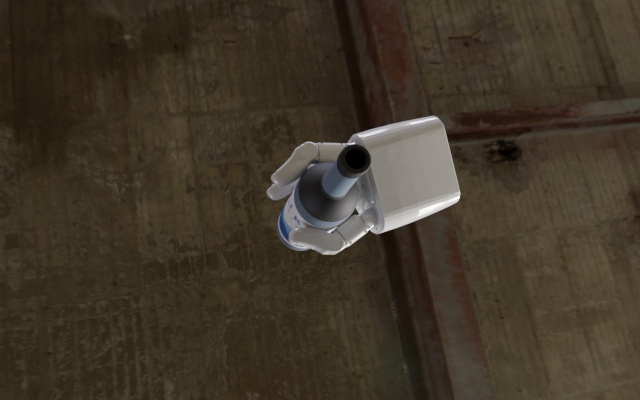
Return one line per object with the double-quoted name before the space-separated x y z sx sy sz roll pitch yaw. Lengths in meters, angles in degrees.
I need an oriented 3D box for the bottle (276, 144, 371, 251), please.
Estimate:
"bottle" 0.000 0.002 0.539 0.069 0.069 0.296 0 -14 -12
